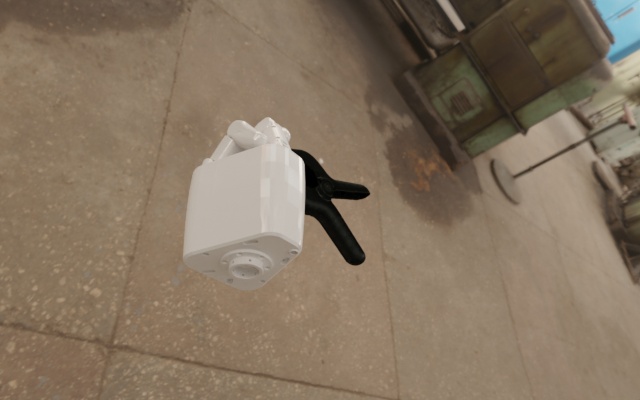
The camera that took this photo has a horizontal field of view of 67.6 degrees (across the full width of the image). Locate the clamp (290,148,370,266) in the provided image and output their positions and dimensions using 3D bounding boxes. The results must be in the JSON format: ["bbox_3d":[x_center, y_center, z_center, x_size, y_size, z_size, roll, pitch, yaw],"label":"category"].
[{"bbox_3d":[0.000,0.001,0.561,0.171,0.120,0.039,28,-49,-33],"label":"clamp"}]
